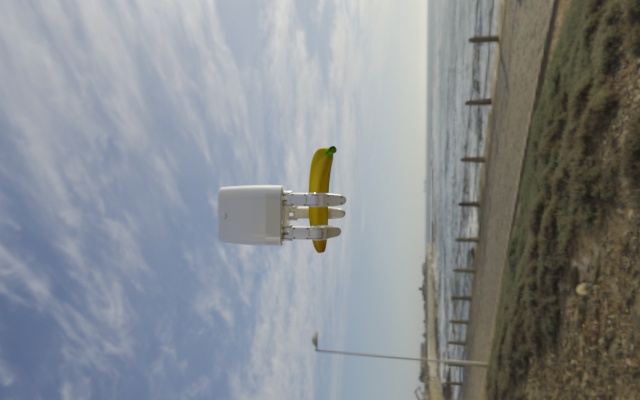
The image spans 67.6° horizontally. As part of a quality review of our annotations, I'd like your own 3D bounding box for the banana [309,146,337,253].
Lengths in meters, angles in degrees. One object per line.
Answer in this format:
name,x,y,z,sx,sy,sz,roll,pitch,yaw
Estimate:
banana,-0.001,-0.009,0.812,0.037,0.198,0.069,1,26,-6
